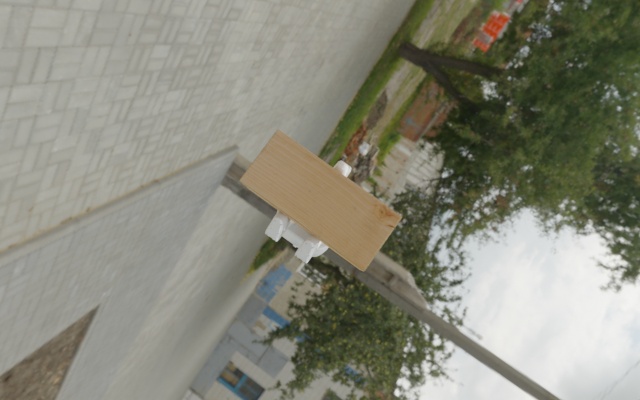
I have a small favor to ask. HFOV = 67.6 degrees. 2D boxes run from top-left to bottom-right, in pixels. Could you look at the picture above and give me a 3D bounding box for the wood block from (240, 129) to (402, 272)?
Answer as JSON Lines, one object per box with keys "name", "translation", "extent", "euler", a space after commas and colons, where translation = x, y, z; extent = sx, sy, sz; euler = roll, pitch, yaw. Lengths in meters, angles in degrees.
{"name": "wood block", "translation": [0.000, 0.002, 0.677], "extent": [0.206, 0.091, 0.090], "euler": [35, -5, 4]}
